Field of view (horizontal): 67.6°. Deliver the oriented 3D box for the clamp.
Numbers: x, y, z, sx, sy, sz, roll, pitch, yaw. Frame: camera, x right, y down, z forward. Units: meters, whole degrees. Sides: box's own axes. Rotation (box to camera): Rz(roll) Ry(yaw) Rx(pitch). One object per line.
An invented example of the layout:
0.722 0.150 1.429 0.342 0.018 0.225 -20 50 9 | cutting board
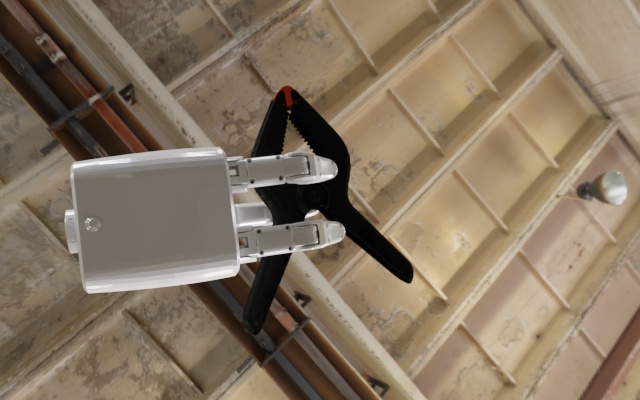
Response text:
-0.001 0.001 0.434 0.164 0.210 0.036 -7 -3 -21 | clamp
